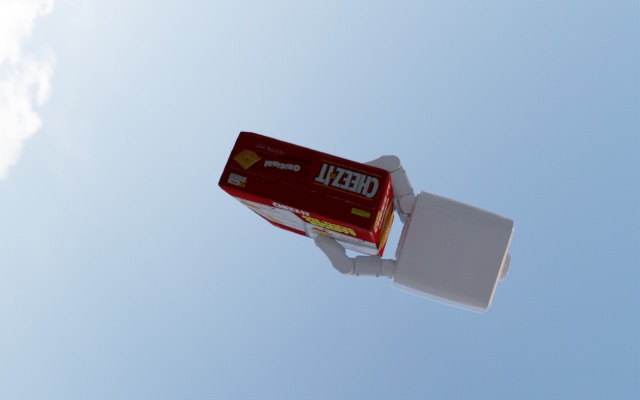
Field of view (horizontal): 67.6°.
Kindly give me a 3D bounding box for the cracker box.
[{"bbox_3d":[0.000,0.002,0.563,0.164,0.072,0.214,16,-11,13],"label":"cracker box"}]
